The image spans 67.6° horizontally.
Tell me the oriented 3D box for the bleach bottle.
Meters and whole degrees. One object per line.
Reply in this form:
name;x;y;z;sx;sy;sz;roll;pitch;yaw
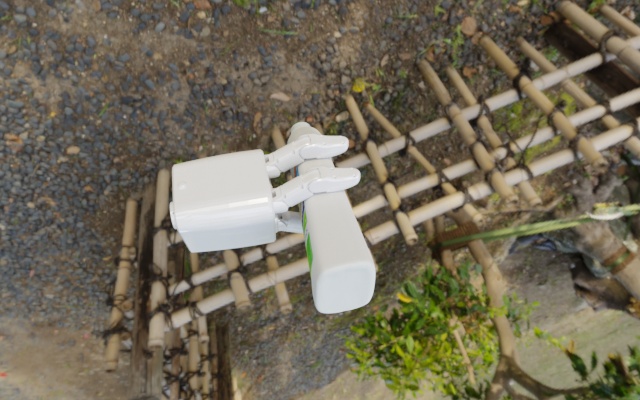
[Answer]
bleach bottle;0.000;0.002;0.583;0.068;0.250;0.103;-10;-40;-8
